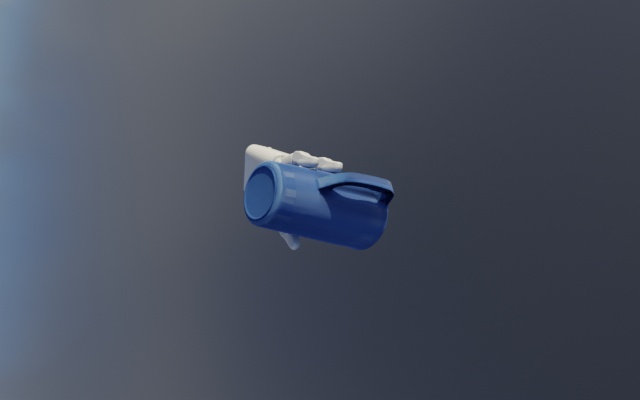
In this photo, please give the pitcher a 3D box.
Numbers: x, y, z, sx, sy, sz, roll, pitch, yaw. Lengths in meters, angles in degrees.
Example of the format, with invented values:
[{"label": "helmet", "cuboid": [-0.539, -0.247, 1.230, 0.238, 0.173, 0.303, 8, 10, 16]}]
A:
[{"label": "pitcher", "cuboid": [0.000, 0.003, 0.827, 0.243, 0.149, 0.145, 13, 11, -40]}]
